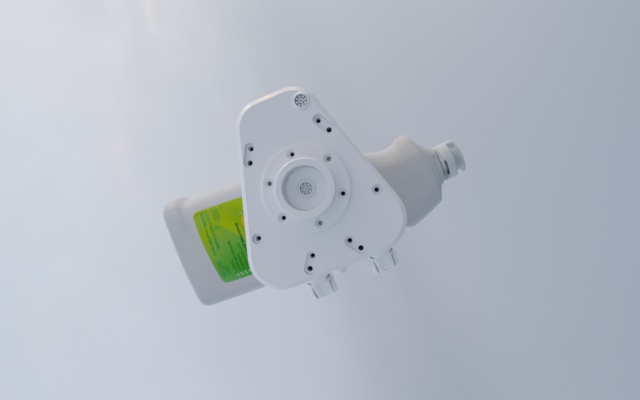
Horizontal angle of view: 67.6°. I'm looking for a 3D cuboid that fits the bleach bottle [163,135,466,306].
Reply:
[{"bbox_3d":[0.000,0.001,0.418,0.251,0.102,0.068,-23,0,3],"label":"bleach bottle"}]
